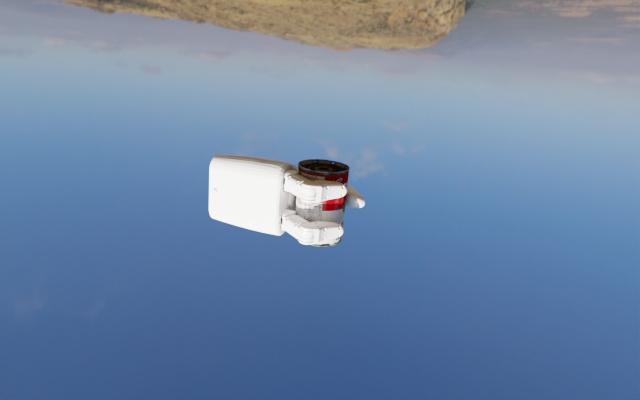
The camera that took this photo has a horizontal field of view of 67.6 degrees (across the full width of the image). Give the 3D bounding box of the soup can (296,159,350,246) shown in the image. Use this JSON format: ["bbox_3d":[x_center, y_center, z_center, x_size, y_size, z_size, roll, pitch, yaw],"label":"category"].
[{"bbox_3d":[0.001,0.002,0.638,0.068,0.102,0.068,5,18,-1],"label":"soup can"}]
